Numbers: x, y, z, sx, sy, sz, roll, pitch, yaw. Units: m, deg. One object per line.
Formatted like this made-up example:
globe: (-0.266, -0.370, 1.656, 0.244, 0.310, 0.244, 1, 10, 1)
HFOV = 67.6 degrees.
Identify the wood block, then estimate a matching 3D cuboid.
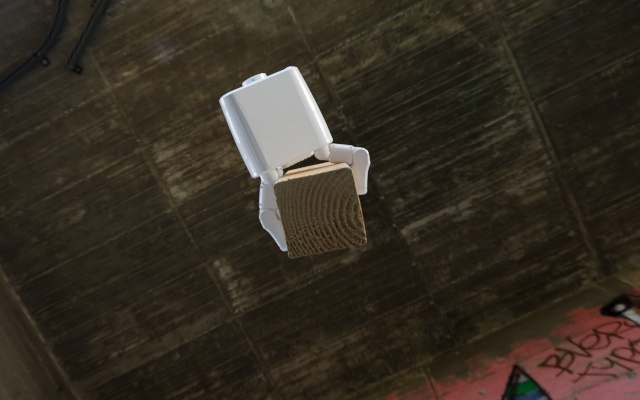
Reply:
wood block: (0.000, 0.002, 0.625, 0.091, 0.090, 0.206, -12, 7, 2)
